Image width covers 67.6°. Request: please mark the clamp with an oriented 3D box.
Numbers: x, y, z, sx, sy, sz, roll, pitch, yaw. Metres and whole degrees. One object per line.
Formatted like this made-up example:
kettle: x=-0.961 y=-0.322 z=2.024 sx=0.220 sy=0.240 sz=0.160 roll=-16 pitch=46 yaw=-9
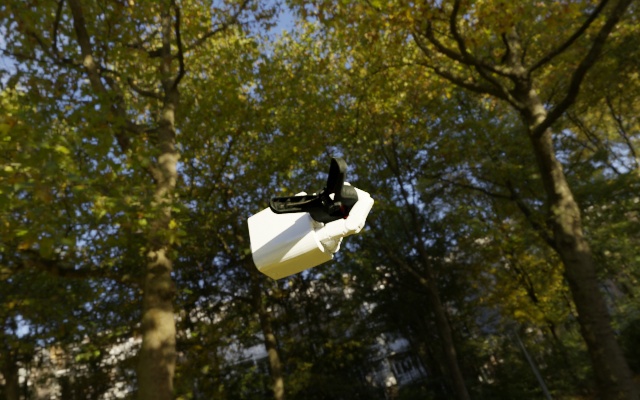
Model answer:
clamp: x=0.000 y=0.002 z=0.698 sx=0.120 sy=0.039 sz=0.171 roll=-24 pitch=-27 yaw=8
